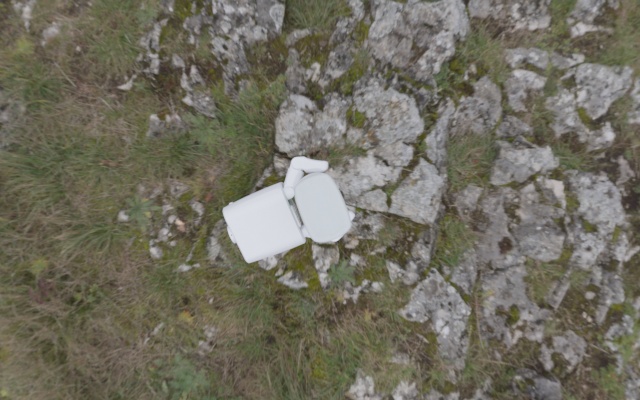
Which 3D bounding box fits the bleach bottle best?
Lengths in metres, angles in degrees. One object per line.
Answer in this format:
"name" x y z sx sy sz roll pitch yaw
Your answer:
"bleach bottle" 0.000 0.003 0.814 0.068 0.102 0.251 -22 3 0
